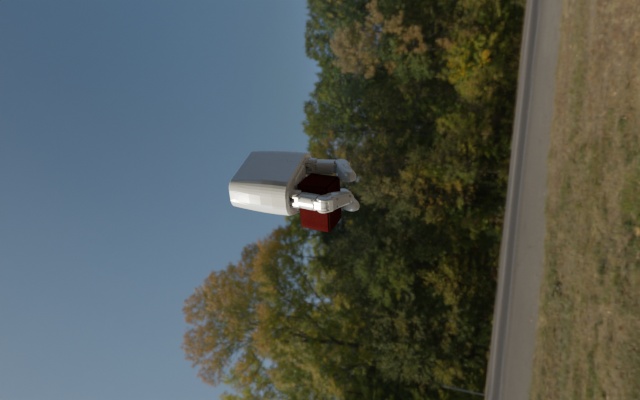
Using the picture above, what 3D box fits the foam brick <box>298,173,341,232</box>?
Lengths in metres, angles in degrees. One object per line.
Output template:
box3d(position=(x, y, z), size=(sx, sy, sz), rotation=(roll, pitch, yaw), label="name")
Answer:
box3d(position=(0.000, 0.003, 0.767), size=(0.051, 0.078, 0.053), rotation=(7, 27, 23), label="foam brick")
